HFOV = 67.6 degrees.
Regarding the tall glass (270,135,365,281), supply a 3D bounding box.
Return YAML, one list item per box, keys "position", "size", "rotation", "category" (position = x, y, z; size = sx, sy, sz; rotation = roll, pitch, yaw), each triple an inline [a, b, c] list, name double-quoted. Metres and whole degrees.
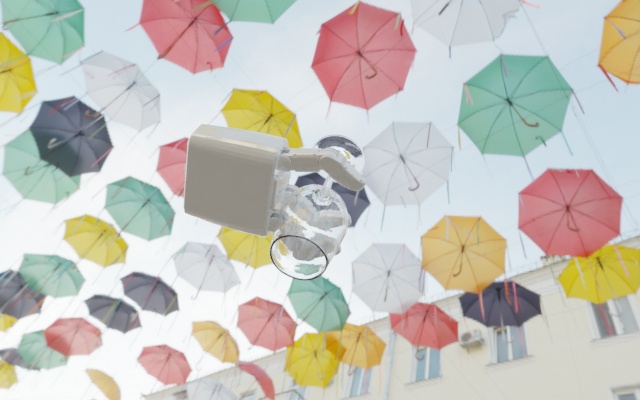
- position: [0.000, 0.001, 0.562]
  size: [0.079, 0.079, 0.201]
  rotation: [0, 35, 16]
  category: "tall glass"
